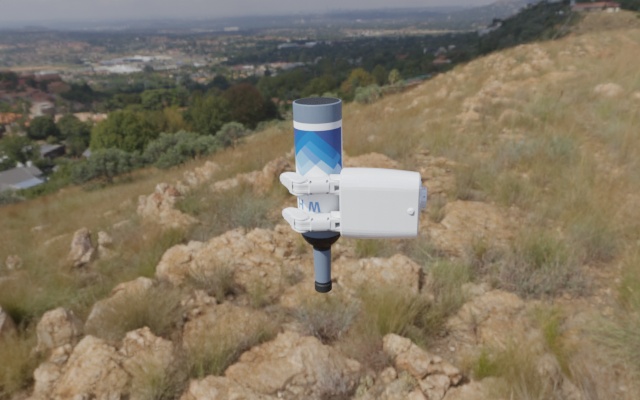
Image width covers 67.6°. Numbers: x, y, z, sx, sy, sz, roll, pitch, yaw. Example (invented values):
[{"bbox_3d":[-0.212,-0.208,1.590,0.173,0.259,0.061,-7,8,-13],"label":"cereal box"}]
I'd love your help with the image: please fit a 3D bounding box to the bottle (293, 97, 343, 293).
[{"bbox_3d":[0.000,0.002,0.700,0.069,0.296,0.069,-2,21,1],"label":"bottle"}]
